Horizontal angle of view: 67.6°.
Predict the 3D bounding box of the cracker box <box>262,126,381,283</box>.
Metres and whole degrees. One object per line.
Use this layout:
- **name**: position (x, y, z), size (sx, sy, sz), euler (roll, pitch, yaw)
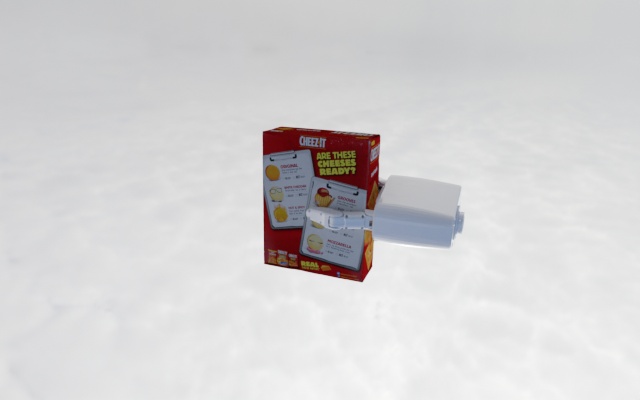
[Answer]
- **cracker box**: position (0.000, 0.003, 0.720), size (0.164, 0.214, 0.072), euler (8, 18, 19)
